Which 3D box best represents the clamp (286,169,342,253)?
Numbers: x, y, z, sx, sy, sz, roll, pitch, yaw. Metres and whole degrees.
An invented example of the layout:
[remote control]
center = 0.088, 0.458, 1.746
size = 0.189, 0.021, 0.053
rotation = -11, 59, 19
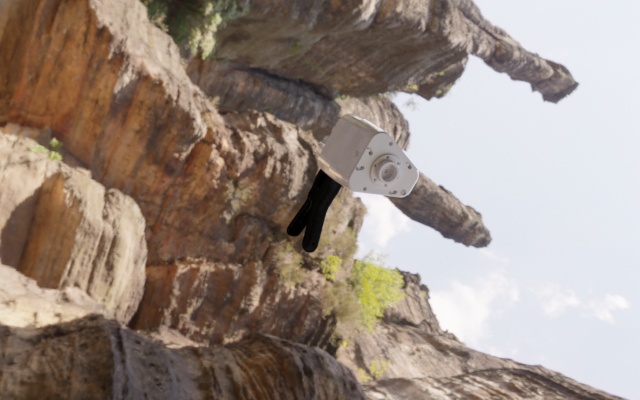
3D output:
[clamp]
center = 0.001, 0.003, 0.769
size = 0.039, 0.171, 0.120
rotation = 22, 11, -26
